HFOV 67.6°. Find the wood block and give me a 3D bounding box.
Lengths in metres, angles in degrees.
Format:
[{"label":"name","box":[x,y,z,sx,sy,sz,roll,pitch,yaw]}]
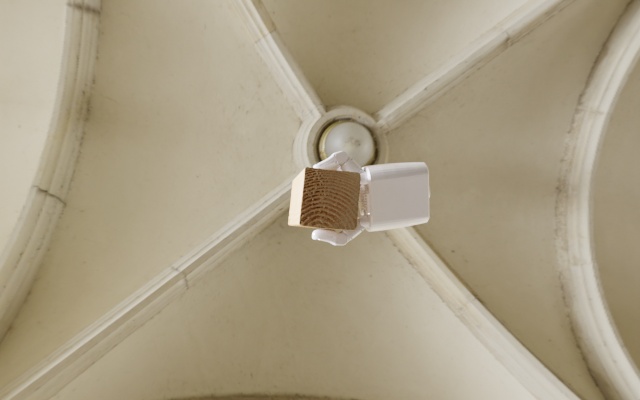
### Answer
[{"label":"wood block","box":[0.000,0.003,0.818,0.090,0.091,0.206,5,-4,-8]}]
